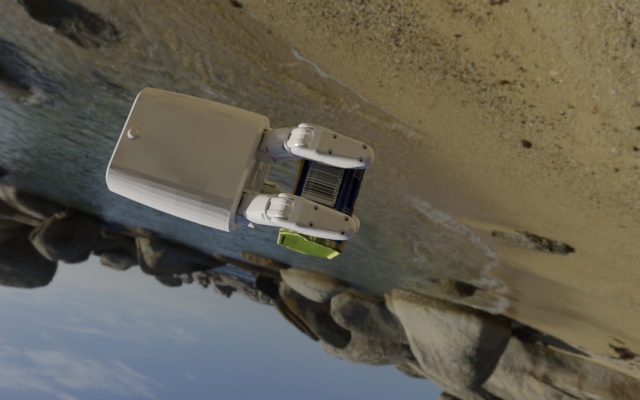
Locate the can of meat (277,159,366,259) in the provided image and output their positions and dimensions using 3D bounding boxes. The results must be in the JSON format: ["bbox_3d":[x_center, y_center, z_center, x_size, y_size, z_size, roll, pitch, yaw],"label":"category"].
[{"bbox_3d":[0.000,0.002,0.407,0.057,0.084,0.102,18,-13,-2],"label":"can of meat"}]
